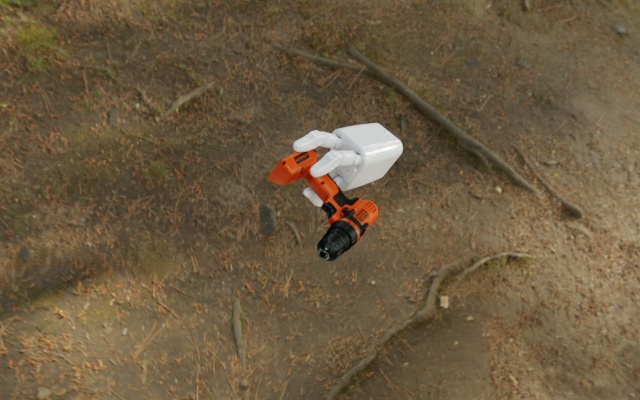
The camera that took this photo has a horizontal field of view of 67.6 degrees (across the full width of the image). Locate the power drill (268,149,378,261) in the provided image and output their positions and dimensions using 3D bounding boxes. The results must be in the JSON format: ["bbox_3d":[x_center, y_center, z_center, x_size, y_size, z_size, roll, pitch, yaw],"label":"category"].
[{"bbox_3d":[0.000,0.002,0.824,0.057,0.187,0.184,-46,-5,35],"label":"power drill"}]
